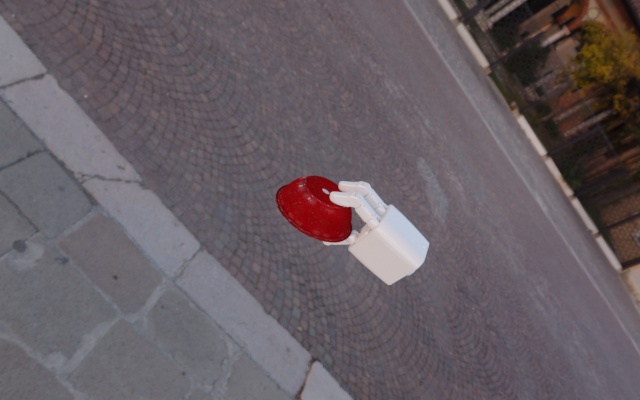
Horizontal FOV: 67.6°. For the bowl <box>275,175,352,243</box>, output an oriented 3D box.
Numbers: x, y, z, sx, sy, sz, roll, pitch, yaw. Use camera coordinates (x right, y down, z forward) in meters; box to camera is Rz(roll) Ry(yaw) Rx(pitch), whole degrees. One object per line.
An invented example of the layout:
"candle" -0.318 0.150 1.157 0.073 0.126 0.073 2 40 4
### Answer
"bowl" -0.001 0.002 0.889 0.162 0.055 0.162 22 31 -14
